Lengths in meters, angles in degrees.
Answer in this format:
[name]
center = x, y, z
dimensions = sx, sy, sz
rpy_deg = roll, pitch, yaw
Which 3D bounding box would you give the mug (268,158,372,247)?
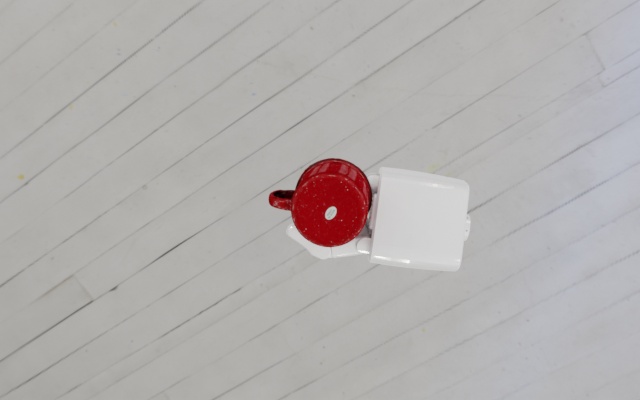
[mug]
center = -0.001, 0.002, 0.532
dimensions = 0.117, 0.093, 0.081
rpy_deg = 7, 12, 3
